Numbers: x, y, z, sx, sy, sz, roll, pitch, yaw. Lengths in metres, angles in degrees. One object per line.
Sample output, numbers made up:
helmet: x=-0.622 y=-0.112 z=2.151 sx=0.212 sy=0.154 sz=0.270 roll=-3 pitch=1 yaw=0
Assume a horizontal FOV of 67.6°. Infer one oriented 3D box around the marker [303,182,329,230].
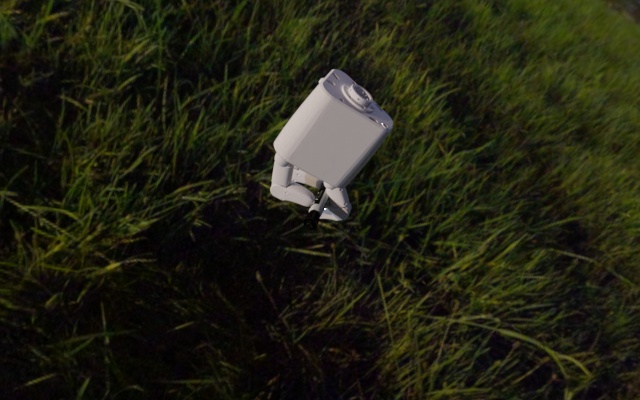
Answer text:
marker: x=0.000 y=0.002 z=0.641 sx=0.020 sy=0.020 sz=0.121 roll=0 pitch=30 yaw=16
